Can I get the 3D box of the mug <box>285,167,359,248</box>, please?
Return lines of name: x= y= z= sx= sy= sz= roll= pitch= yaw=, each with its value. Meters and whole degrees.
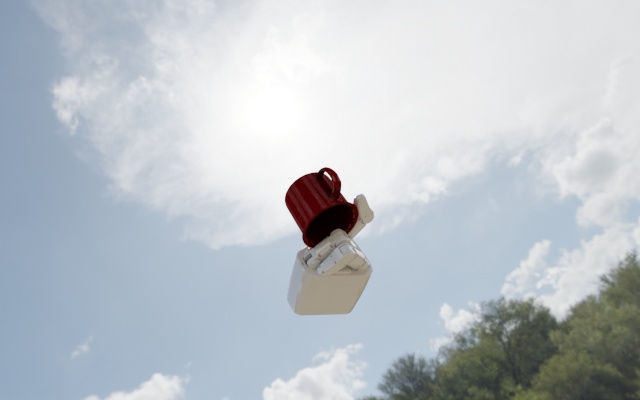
mug: x=0.000 y=0.001 z=0.710 sx=0.093 sy=0.117 sz=0.081 roll=-9 pitch=46 yaw=-30
